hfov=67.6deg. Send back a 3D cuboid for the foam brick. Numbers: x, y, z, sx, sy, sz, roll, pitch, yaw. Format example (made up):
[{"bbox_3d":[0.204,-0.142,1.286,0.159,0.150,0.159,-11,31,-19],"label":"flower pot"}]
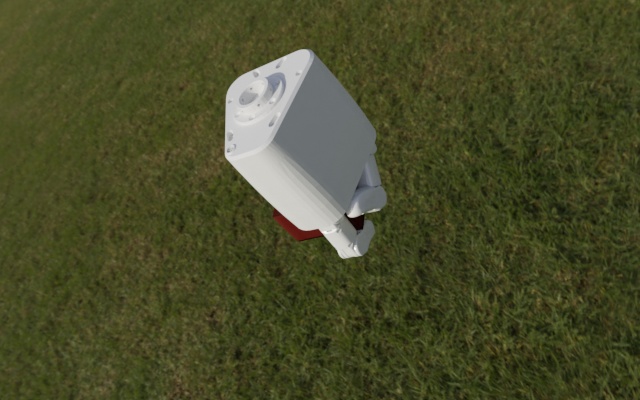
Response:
[{"bbox_3d":[0.000,0.002,0.475,0.078,0.053,0.051,-14,-39,30],"label":"foam brick"}]
